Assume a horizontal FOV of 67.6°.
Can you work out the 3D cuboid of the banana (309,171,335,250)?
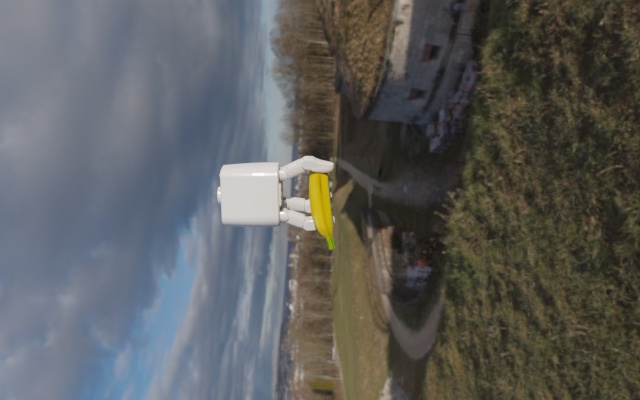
[{"bbox_3d":[-0.001,-0.007,0.866,0.037,0.197,0.070,-6,-42,1],"label":"banana"}]
